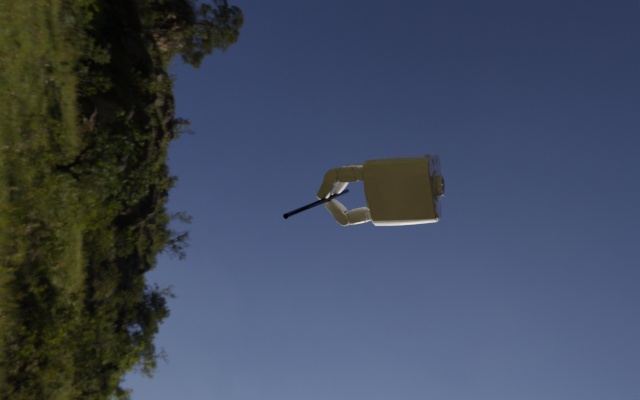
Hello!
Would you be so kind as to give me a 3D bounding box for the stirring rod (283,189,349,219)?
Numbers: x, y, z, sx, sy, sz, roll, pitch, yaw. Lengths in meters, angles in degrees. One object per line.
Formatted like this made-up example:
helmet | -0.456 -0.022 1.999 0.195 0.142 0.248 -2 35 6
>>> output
stirring rod | 0.000 0.003 0.785 0.011 0.011 0.239 0 9 25
